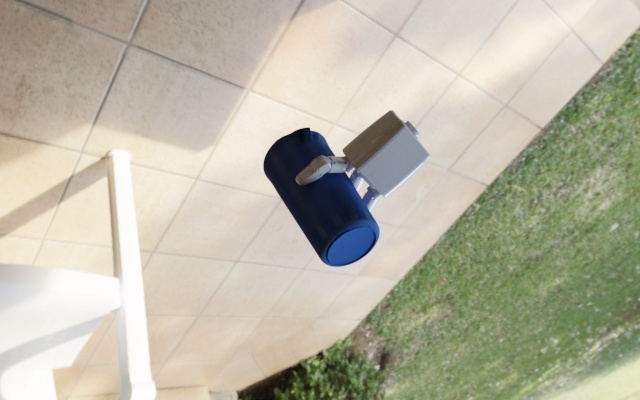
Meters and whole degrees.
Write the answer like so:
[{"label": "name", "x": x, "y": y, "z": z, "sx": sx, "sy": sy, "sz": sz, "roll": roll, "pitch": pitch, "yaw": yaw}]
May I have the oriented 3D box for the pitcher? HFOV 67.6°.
[{"label": "pitcher", "x": 0.000, "y": 0.003, "z": 0.838, "sx": 0.145, "sy": 0.242, "sz": 0.149, "roll": -40, "pitch": -40, "yaw": 10}]
